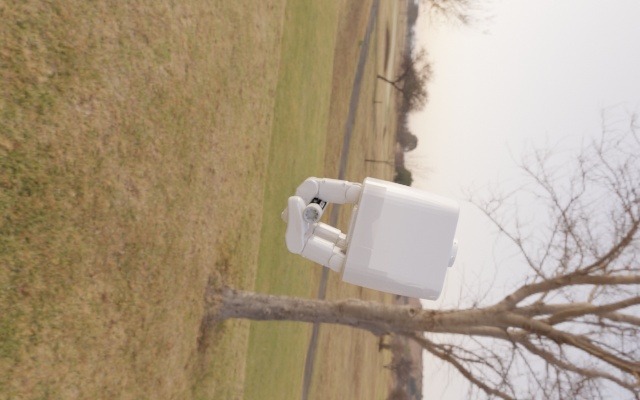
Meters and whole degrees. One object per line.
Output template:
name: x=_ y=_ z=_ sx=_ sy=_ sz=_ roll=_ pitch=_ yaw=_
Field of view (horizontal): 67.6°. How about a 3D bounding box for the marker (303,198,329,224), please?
marker: x=0.000 y=0.002 z=0.547 sx=0.020 sy=0.020 sz=0.121 roll=0 pitch=13 yaw=9
